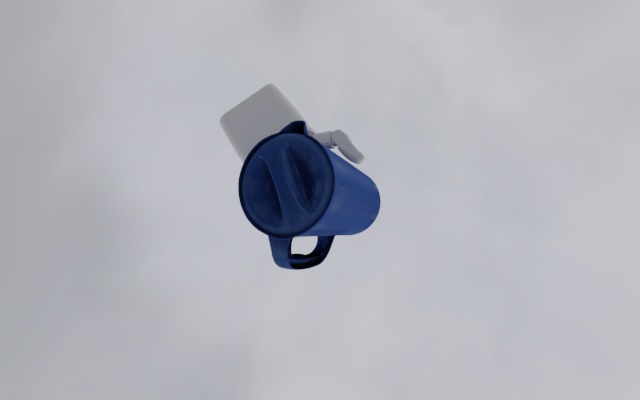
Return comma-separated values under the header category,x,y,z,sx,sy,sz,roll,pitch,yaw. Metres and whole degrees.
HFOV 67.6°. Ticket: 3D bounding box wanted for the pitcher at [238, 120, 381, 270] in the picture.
category,x,y,z,sx,sy,sz,roll,pitch,yaw
pitcher,0.000,0.002,0.683,0.149,0.145,0.243,-43,-21,14
